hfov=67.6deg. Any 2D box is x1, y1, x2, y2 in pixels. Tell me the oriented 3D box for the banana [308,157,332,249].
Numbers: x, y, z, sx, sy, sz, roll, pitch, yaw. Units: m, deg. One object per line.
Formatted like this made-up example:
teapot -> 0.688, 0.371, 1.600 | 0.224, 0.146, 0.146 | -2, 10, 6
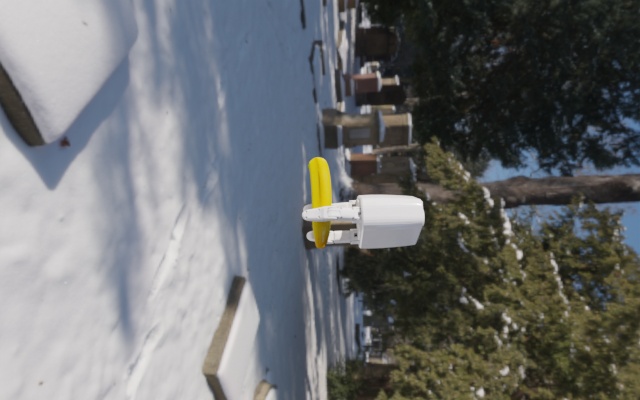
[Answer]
banana -> 0.000, -0.011, 0.864 | 0.037, 0.197, 0.070 | -2, -37, -4
